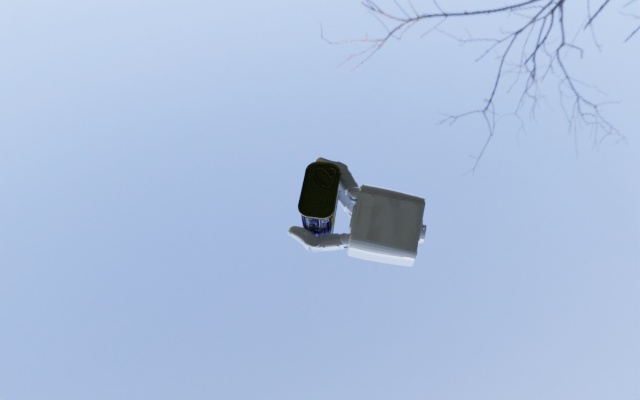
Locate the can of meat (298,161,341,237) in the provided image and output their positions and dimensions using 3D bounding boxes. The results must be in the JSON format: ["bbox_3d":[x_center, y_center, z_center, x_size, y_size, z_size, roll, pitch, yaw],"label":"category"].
[{"bbox_3d":[0.000,0.003,0.776,0.057,0.102,0.084,7,-29,6],"label":"can of meat"}]
